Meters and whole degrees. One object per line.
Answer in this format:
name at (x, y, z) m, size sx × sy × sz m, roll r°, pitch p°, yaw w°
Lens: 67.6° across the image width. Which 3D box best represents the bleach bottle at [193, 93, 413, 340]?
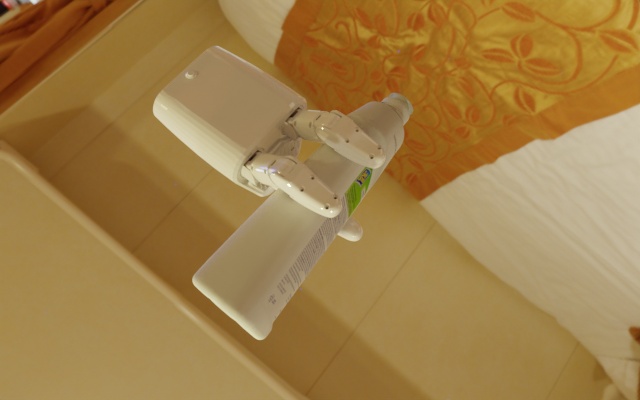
bleach bottle at (0.000, 0.001, 0.429) m, size 0.068 × 0.250 × 0.103 m, roll 36°, pitch -18°, yaw 15°
